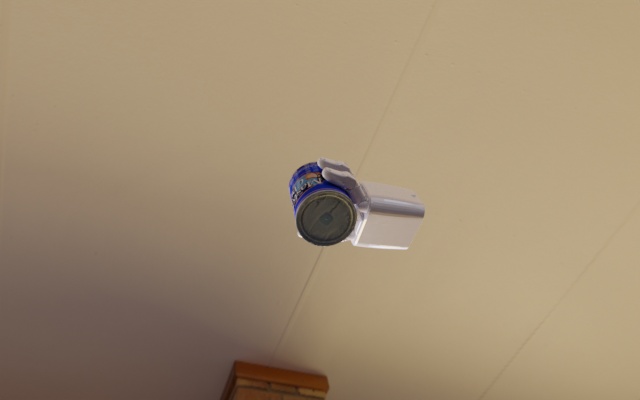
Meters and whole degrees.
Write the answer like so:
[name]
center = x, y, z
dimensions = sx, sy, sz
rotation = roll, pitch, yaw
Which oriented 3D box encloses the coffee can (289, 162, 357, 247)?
[coffee can]
center = 0.000, 0.003, 0.845
dimensions = 0.103, 0.103, 0.140
rotation = 0, 25, -9
